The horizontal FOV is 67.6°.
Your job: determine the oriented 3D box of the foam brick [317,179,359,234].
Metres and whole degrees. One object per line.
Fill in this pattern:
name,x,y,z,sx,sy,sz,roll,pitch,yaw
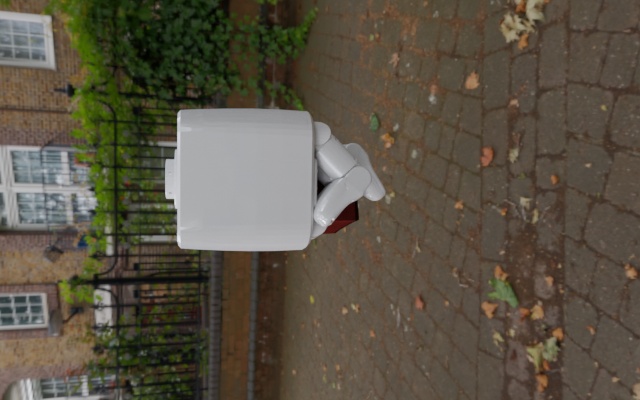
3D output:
foam brick,0.000,0.002,0.472,0.051,0.053,0.078,0,-13,-15
